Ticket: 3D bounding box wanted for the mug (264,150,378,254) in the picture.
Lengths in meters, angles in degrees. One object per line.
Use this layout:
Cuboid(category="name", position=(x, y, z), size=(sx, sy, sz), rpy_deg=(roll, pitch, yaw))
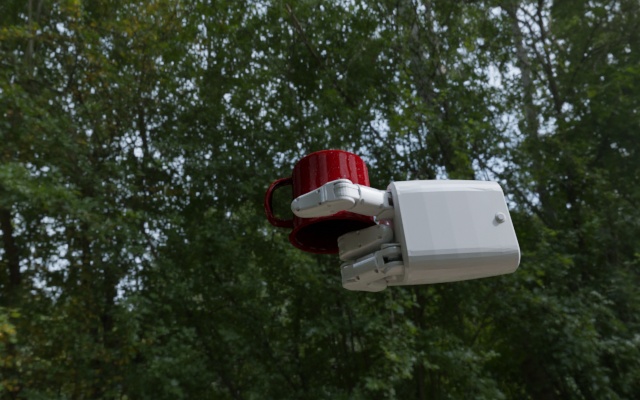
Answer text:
Cuboid(category="mug", position=(-0.001, 0.002, 0.496), size=(0.117, 0.081, 0.093), rpy_deg=(-2, -27, -5))
